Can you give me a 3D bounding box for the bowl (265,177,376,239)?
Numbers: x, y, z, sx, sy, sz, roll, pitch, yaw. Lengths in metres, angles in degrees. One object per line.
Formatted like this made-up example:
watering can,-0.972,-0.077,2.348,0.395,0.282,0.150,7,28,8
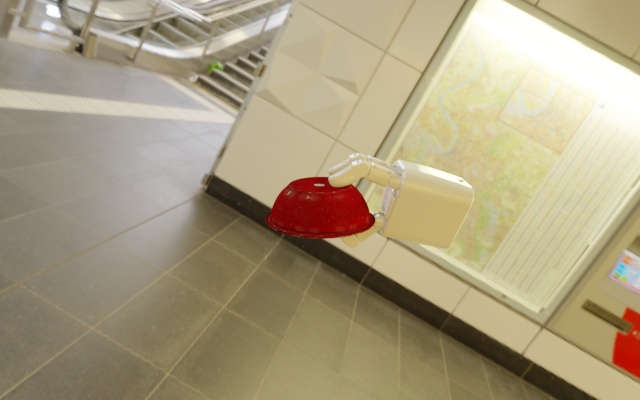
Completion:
bowl,-0.001,0.002,0.693,0.162,0.055,0.162,0,17,0
